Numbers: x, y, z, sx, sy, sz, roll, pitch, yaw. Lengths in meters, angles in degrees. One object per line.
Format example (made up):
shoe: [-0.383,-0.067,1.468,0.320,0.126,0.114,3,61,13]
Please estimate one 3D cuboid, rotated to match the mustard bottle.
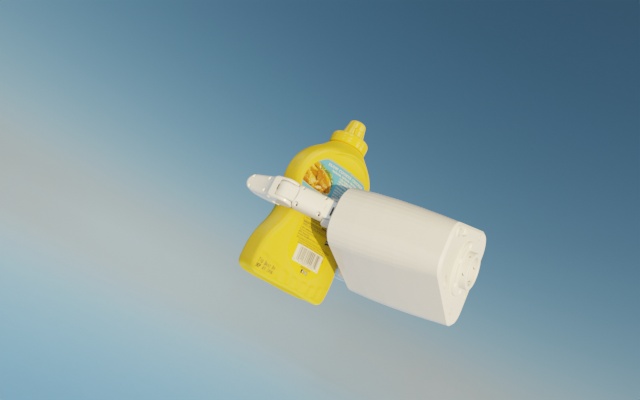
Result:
mustard bottle: [0.000,0.002,0.489,0.096,0.191,0.058,35,-16,-30]
